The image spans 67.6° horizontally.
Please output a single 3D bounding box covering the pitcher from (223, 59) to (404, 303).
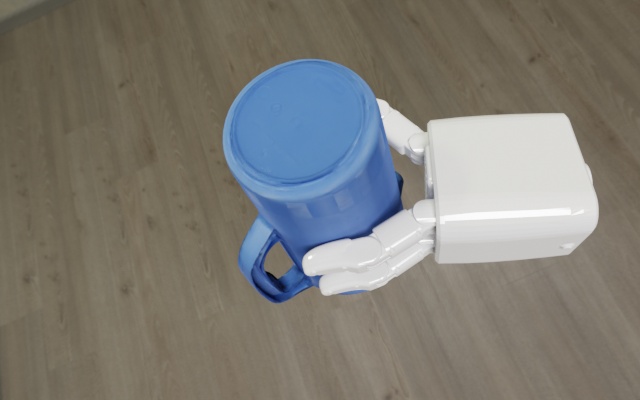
[{"bbox_3d":[0.000,0.001,0.414,0.145,0.149,0.243,-2,-22,11],"label":"pitcher"}]
